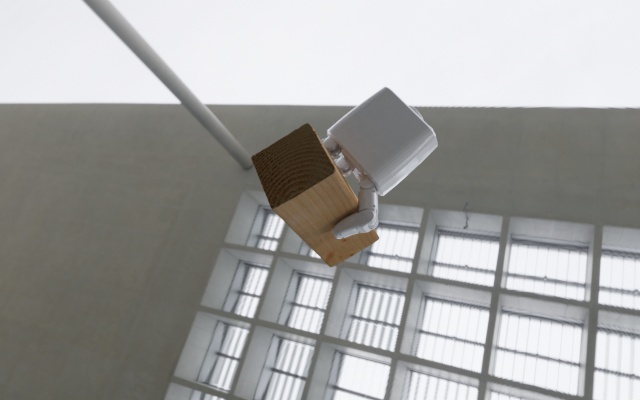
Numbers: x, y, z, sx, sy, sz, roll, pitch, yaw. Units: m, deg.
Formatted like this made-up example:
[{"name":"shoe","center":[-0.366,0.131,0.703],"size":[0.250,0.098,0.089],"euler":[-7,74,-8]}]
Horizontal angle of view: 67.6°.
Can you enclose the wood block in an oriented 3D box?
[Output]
[{"name":"wood block","center":[0.001,0.002,0.658],"size":[0.090,0.090,0.206],"euler":[-30,-35,5]}]
